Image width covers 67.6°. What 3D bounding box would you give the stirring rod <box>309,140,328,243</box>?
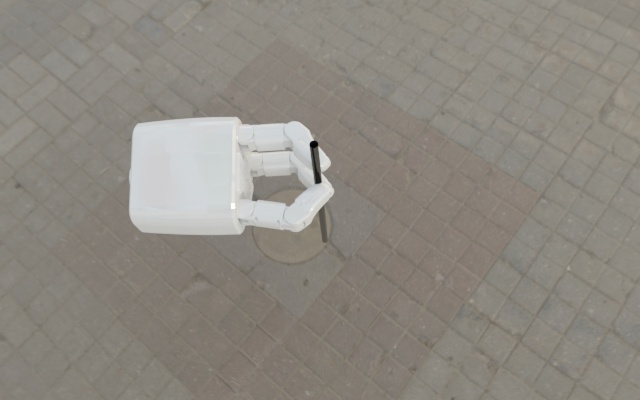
[{"bbox_3d":[0.000,0.002,0.526,0.011,0.011,0.240,0,-25,3],"label":"stirring rod"}]
